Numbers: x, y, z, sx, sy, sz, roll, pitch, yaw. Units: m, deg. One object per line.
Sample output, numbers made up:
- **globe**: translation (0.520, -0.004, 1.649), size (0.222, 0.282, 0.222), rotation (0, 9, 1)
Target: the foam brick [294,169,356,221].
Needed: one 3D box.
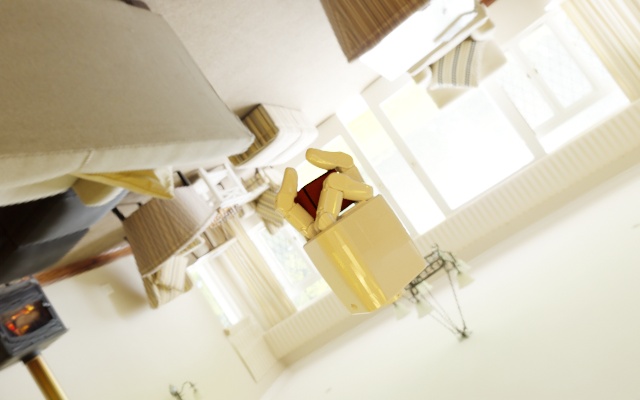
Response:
- **foam brick**: translation (0.000, 0.002, 0.610), size (0.053, 0.051, 0.078), rotation (-33, -4, -21)
